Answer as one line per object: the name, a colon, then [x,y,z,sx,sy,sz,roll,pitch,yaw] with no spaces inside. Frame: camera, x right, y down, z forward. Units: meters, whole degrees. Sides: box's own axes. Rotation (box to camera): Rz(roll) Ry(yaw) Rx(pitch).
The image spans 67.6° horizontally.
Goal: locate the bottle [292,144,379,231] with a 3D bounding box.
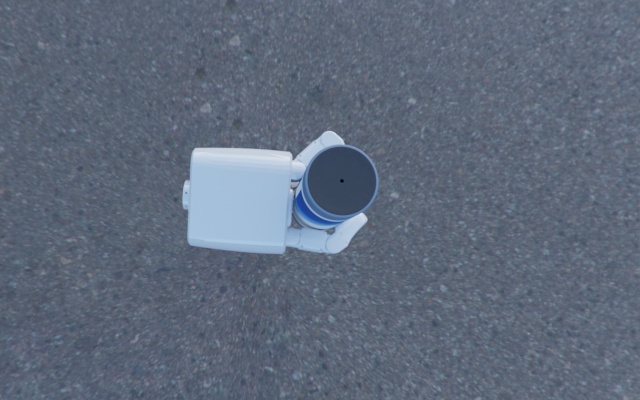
bottle: [0.000,0.002,0.565,0.069,0.069,0.296,0,-8,-7]
